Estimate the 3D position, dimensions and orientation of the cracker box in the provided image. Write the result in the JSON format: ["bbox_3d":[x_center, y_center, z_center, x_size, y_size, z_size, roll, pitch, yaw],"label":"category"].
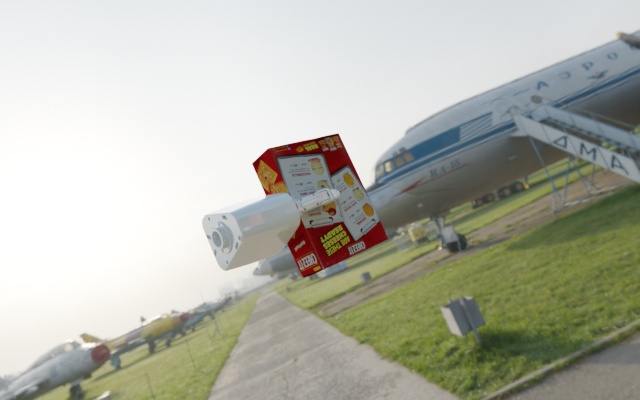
[{"bbox_3d":[0.000,0.002,0.822,0.164,0.213,0.072,-19,-8,-40],"label":"cracker box"}]
